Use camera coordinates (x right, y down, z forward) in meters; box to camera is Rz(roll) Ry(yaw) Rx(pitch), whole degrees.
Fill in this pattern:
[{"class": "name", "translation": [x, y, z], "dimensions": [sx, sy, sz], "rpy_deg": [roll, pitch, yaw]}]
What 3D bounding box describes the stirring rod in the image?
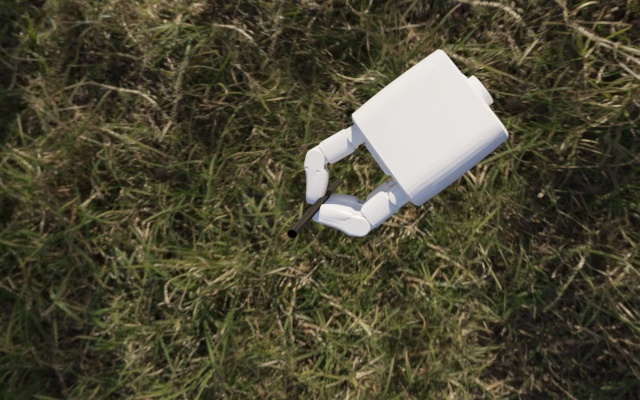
[{"class": "stirring rod", "translation": [0.000, 0.002, 0.494], "dimensions": [0.011, 0.011, 0.239], "rpy_deg": [0, 12, 11]}]
